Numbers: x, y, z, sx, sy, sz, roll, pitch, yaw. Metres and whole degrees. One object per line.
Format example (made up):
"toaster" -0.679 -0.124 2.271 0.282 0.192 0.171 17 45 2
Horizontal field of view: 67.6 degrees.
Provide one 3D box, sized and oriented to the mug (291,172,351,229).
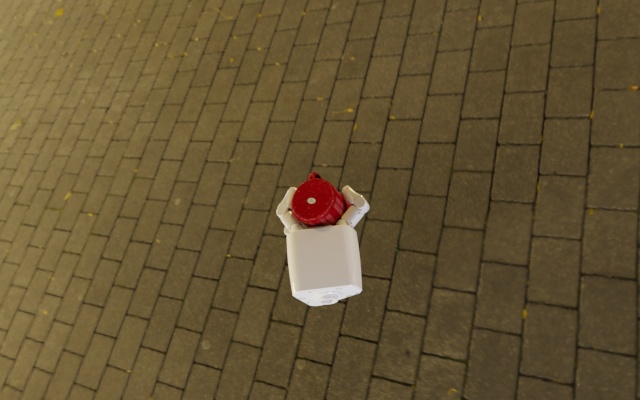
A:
"mug" 0.000 0.001 0.837 0.093 0.117 0.081 -16 -29 17
